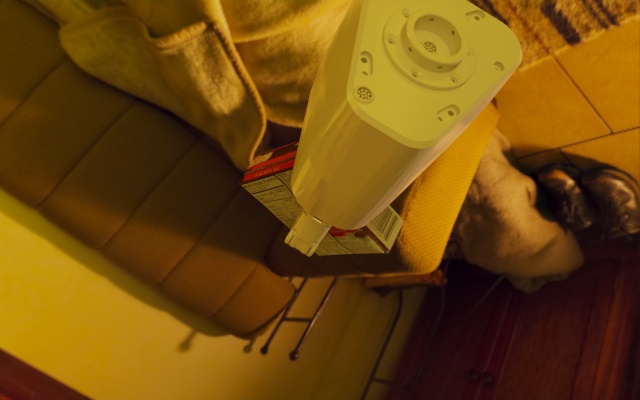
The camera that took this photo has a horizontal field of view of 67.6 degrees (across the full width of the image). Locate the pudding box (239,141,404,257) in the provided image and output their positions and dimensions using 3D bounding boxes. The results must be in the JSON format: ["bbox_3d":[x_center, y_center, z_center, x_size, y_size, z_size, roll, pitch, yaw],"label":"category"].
[{"bbox_3d":[0.000,0.001,0.400,0.090,0.039,0.113,-9,-48,49],"label":"pudding box"}]
